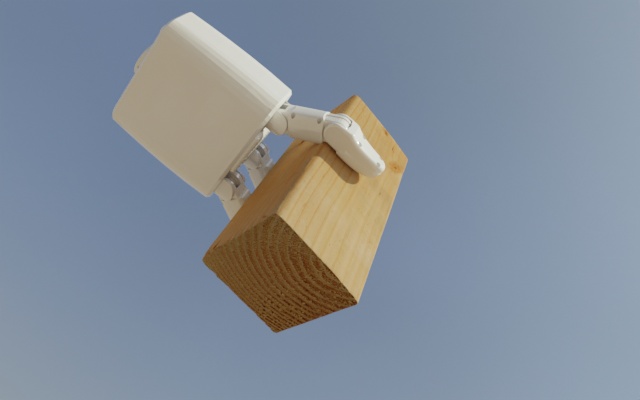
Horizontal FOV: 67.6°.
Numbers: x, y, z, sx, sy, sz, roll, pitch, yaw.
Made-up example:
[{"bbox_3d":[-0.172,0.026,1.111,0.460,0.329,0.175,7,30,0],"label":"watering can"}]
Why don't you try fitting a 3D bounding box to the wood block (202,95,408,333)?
[{"bbox_3d":[0.000,0.001,0.423,0.091,0.090,0.206,-30,19,35],"label":"wood block"}]
